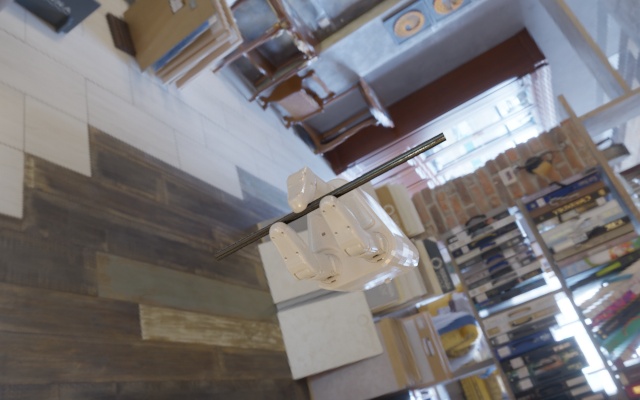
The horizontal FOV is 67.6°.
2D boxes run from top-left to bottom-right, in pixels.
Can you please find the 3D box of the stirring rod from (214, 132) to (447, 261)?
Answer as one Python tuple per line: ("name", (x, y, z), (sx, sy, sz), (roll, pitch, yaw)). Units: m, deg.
("stirring rod", (0.000, 0.001, 0.425), (0.239, 0.011, 0.011), (-28, -10, 19))
